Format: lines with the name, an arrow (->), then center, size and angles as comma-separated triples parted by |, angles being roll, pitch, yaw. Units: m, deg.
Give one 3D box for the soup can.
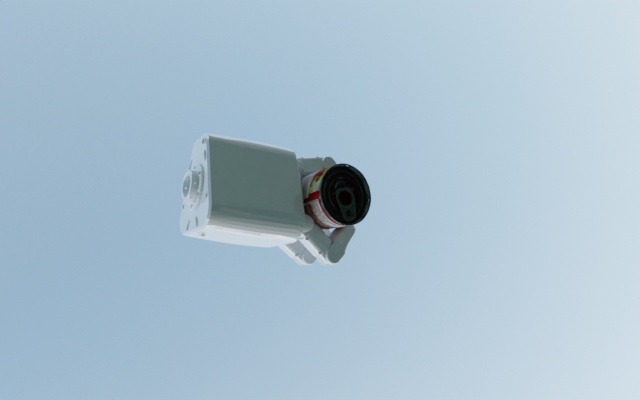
soup can -> 0.000, 0.002, 0.551 | 0.068, 0.068, 0.102 | 0, -10, -34
